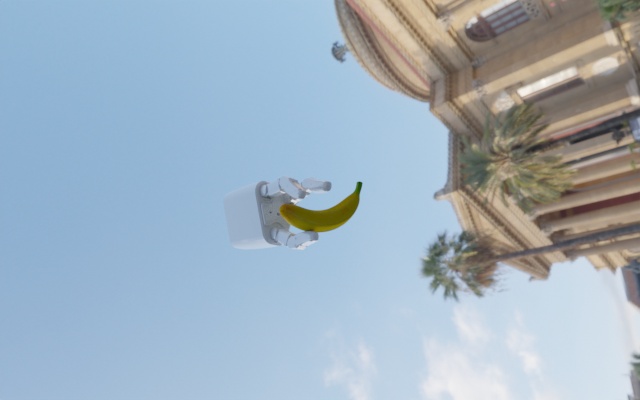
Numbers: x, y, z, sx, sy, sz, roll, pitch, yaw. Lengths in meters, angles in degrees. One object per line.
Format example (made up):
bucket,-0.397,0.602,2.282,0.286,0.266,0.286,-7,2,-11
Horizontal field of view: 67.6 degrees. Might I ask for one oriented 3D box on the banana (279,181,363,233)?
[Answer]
banana,0.006,0.020,0.809,0.037,0.069,0.198,-6,9,44
